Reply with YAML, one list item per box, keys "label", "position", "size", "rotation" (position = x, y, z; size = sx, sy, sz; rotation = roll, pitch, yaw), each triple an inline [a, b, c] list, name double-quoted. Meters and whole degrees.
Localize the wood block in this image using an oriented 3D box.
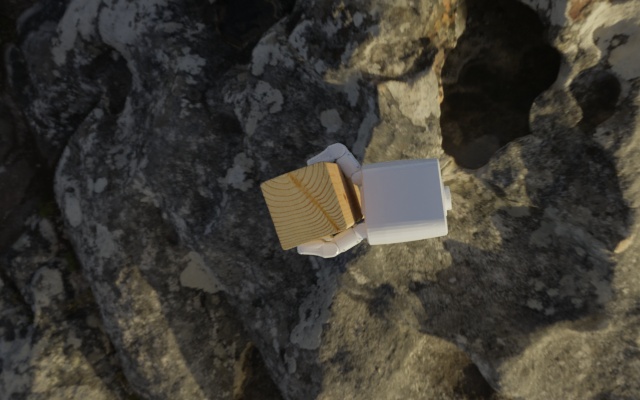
- label: "wood block"
  position: [0.000, 0.002, 0.684]
  size: [0.090, 0.091, 0.206]
  rotation: [-19, -2, 12]
